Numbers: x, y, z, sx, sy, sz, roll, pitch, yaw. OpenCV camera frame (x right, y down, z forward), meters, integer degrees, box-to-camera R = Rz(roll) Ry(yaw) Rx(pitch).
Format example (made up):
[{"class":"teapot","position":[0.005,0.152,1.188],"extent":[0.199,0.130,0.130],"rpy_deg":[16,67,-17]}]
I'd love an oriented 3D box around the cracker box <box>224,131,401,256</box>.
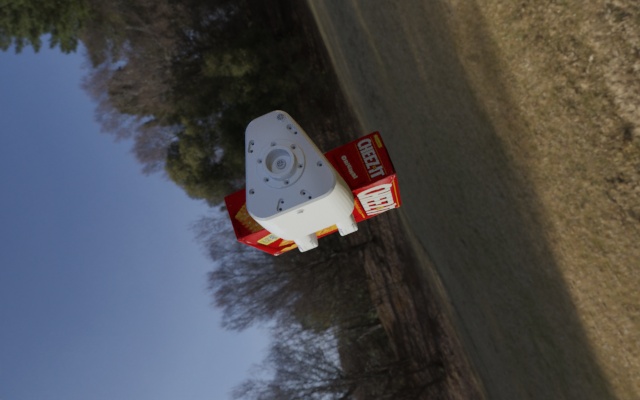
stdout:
[{"class":"cracker box","position":[0.000,0.002,0.661],"extent":[0.214,0.072,0.164],"rpy_deg":[-22,-17,6]}]
